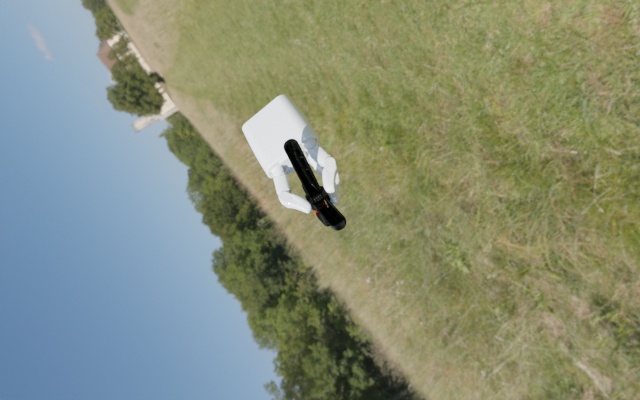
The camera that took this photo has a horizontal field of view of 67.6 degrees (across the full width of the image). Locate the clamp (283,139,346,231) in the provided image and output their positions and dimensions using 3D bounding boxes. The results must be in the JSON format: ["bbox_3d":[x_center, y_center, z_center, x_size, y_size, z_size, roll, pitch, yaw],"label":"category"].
[{"bbox_3d":[-0.001,0.003,0.812,0.036,0.164,0.210,-30,-21,-4],"label":"clamp"}]
